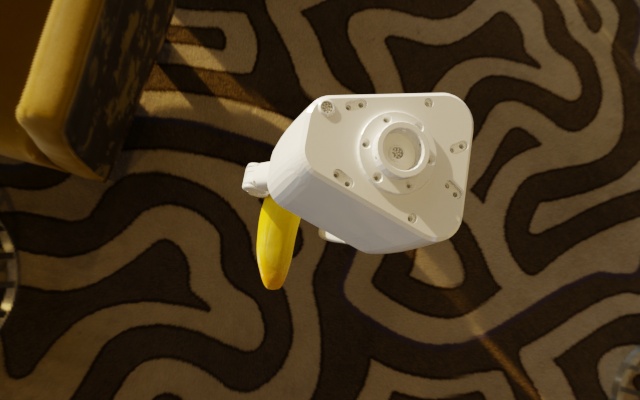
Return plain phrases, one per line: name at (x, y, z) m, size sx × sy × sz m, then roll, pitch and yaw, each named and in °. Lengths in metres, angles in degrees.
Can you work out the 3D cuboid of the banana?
banana at (-0.012, -0.013, 0.456) m, size 0.069 × 0.197 × 0.037 m, roll 38°, pitch -16°, yaw -11°
